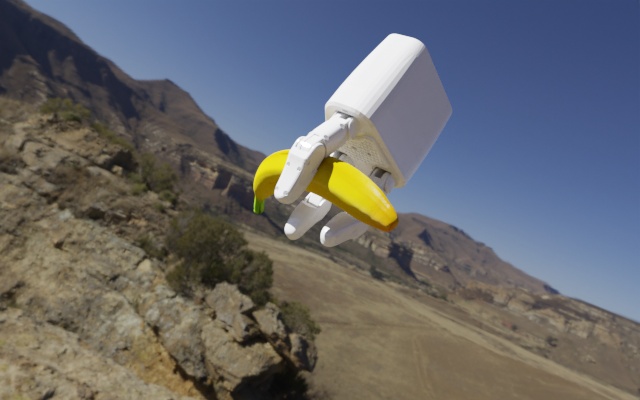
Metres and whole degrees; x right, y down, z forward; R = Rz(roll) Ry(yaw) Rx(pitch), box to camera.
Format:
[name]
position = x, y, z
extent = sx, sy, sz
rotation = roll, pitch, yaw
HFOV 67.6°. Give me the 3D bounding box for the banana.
[banana]
position = -0.008, -0.015, 0.450
extent = 0.037, 0.070, 0.198
rotation = -35, 25, -33
